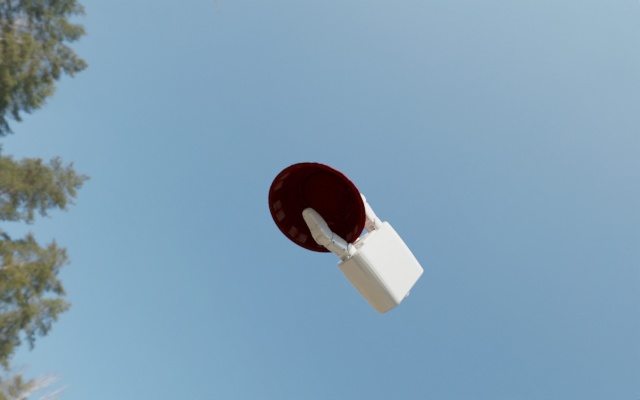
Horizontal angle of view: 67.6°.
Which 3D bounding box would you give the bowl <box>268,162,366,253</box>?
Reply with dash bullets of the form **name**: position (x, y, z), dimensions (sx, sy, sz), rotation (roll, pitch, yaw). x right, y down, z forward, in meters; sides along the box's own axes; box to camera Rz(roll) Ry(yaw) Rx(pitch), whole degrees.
- **bowl**: position (0.000, 0.001, 0.765), dimensions (0.162, 0.162, 0.055), rotation (0, 28, 20)
